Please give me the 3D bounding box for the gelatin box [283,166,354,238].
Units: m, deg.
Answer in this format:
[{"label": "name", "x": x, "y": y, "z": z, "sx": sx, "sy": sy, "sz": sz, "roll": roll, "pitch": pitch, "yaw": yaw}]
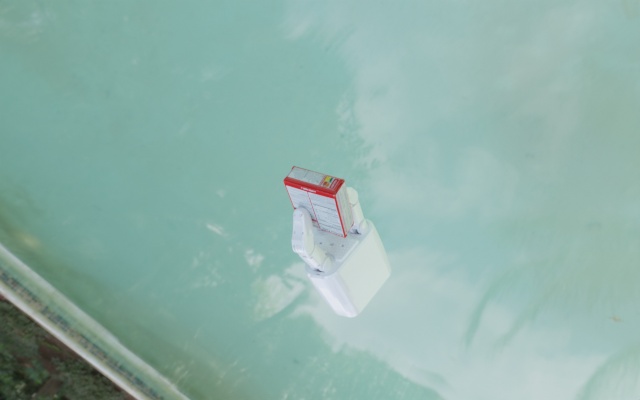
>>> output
[{"label": "gelatin box", "x": 0.000, "y": 0.002, "z": 0.602, "sx": 0.073, "sy": 0.030, "sz": 0.089, "roll": 17, "pitch": -33, "yaw": 26}]
